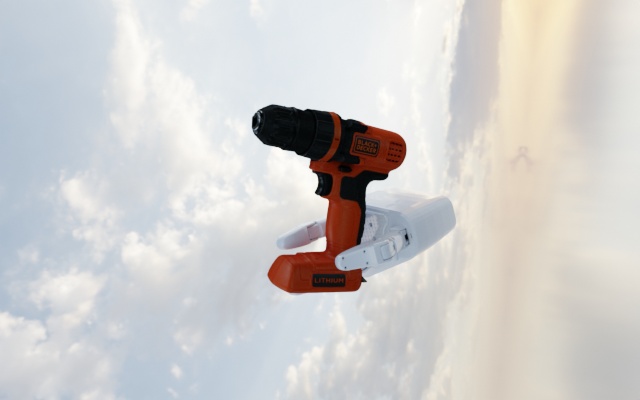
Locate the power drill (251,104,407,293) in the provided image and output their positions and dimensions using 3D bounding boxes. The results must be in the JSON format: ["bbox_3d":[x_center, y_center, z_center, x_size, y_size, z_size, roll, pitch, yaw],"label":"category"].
[{"bbox_3d":[0.000,0.002,0.502,0.184,0.188,0.057,7,11,-33],"label":"power drill"}]
